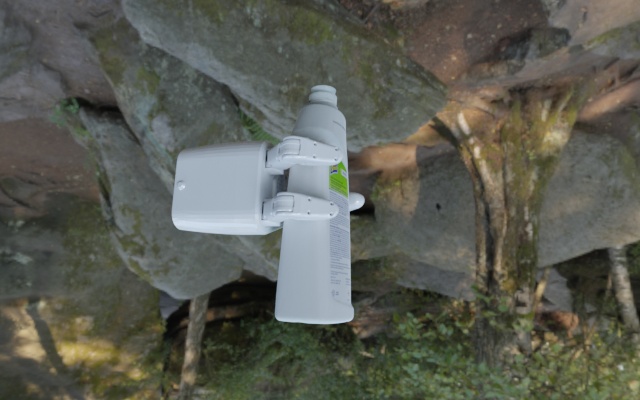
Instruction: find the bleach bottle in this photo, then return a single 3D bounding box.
[{"bbox_3d":[0.000,0.002,0.517,0.068,0.250,0.102,-1,-11,20],"label":"bleach bottle"}]
